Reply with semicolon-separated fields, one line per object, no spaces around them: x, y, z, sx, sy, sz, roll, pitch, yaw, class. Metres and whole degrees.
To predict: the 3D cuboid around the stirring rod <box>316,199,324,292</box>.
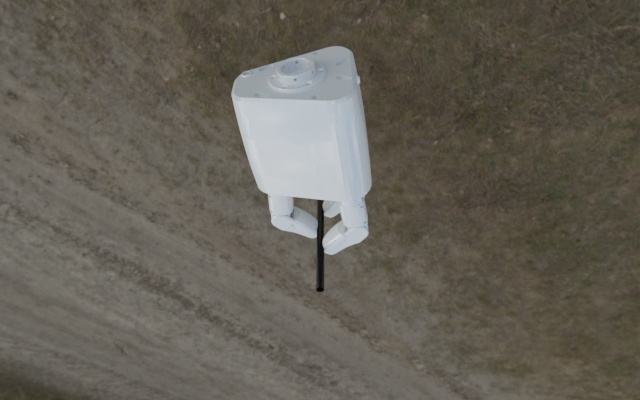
0.000;0.002;0.546;0.011;0.011;0.239;0;45;0;stirring rod
